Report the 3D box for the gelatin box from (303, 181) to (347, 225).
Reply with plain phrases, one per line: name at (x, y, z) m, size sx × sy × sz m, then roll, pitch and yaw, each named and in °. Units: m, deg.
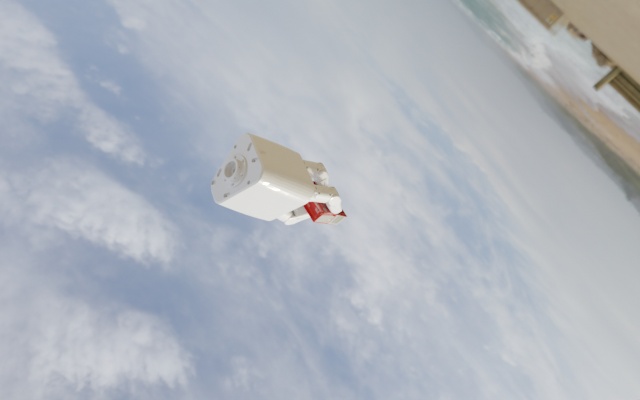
gelatin box at (0.000, 0.003, 0.820) m, size 0.030 × 0.073 × 0.089 m, roll -39°, pitch -23°, yaw 19°
